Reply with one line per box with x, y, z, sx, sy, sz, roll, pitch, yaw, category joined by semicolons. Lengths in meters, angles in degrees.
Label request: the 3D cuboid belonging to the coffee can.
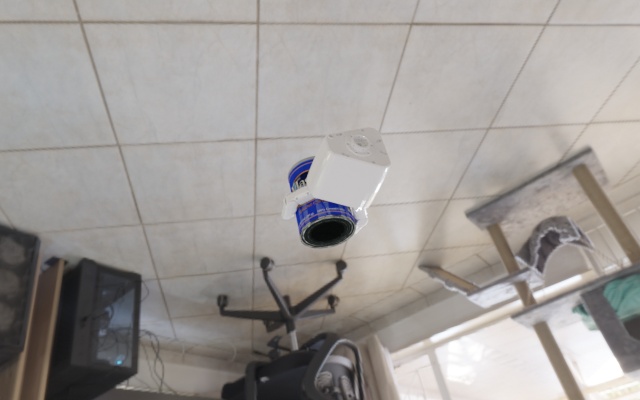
0.000;0.003;0.883;0.103;0.140;0.103;-9;-36;-7;coffee can
